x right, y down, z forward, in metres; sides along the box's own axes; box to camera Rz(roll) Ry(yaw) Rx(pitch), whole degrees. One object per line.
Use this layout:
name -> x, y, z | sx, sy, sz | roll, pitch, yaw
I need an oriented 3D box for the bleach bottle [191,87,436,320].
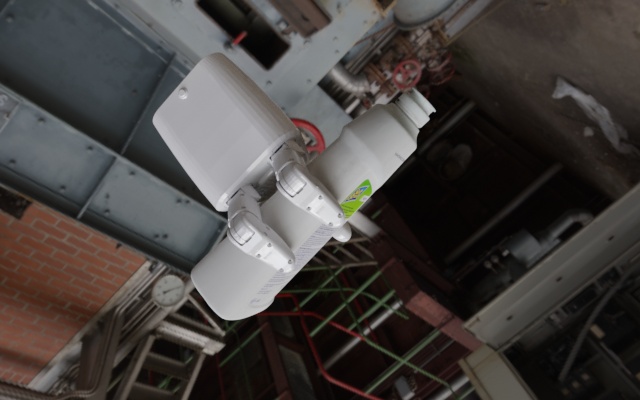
bleach bottle -> 0.000, 0.001, 0.429 | 0.251, 0.068, 0.102 | -44, -13, 12
